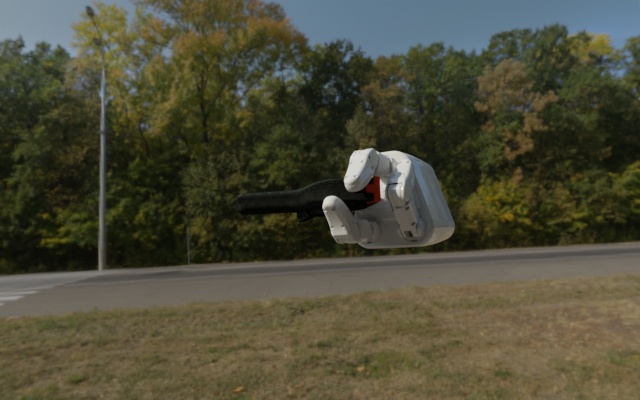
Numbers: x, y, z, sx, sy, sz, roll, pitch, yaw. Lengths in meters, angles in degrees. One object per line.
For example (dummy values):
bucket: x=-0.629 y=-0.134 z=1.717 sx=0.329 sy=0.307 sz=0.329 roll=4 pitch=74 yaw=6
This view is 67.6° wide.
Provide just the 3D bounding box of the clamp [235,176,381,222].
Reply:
clamp: x=0.000 y=0.001 z=0.558 sx=0.171 sy=0.039 sz=0.120 roll=-6 pitch=-5 yaw=30
